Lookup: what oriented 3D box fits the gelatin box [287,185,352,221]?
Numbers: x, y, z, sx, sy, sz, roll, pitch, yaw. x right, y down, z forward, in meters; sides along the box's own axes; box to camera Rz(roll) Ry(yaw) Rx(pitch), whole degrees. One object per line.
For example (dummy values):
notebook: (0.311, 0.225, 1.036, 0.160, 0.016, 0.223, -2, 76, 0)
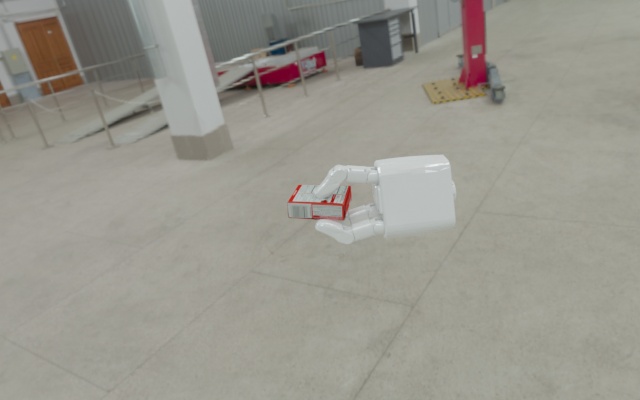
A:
gelatin box: (0.000, 0.002, 0.739, 0.089, 0.030, 0.073, 2, 24, 10)
